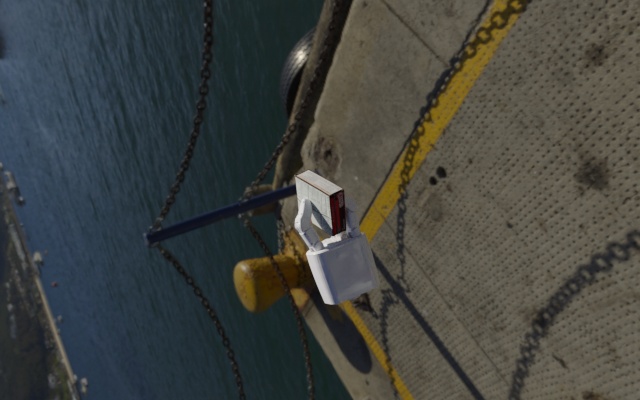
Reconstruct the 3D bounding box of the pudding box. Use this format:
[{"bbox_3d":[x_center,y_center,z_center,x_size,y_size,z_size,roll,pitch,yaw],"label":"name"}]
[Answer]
[{"bbox_3d":[0.000,0.003,0.890,0.039,0.090,0.113,-25,36,-31],"label":"pudding box"}]
